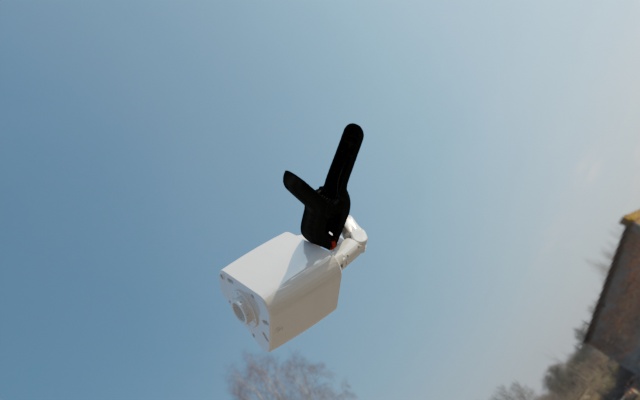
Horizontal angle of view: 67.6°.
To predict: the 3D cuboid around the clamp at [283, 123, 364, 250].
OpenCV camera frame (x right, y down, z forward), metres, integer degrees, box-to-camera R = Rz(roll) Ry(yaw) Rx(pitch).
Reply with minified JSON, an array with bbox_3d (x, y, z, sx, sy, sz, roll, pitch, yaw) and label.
[{"bbox_3d":[0.000,0.002,0.563,0.120,0.172,0.039,-28,47,-34],"label":"clamp"}]
